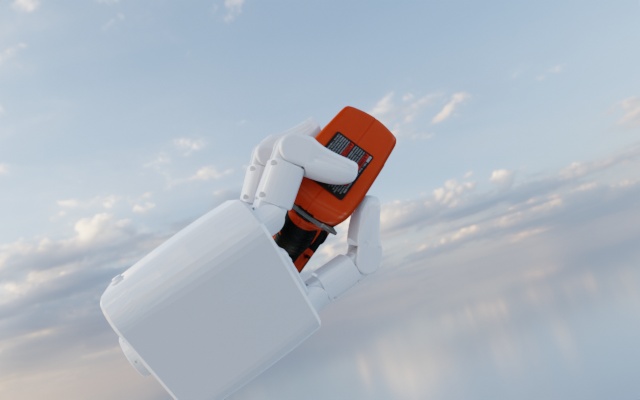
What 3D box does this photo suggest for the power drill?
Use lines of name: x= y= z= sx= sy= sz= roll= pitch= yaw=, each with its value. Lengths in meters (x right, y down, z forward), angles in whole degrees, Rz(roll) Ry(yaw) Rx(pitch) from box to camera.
power drill: x=0.000 y=0.001 z=0.438 sx=0.057 sy=0.184 sz=0.188 roll=33 pitch=-33 yaw=2
